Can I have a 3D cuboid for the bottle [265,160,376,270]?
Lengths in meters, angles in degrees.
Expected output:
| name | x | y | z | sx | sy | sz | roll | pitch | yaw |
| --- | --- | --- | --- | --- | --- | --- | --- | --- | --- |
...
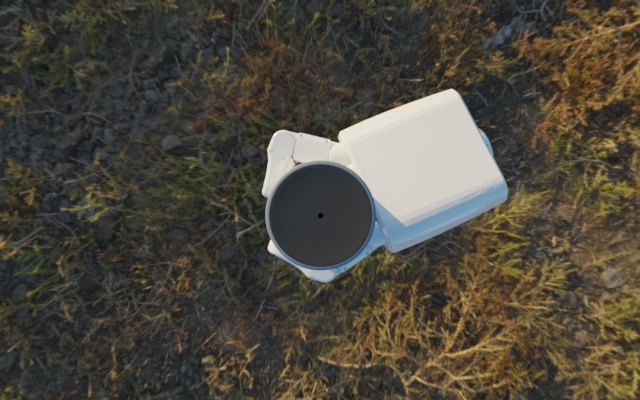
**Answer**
| name | x | y | z | sx | sy | sz | roll | pitch | yaw |
| --- | --- | --- | --- | --- | --- | --- | --- | --- | --- |
| bottle | 0.000 | 0.001 | 0.431 | 0.069 | 0.069 | 0.295 | 0 | 3 | 0 |
